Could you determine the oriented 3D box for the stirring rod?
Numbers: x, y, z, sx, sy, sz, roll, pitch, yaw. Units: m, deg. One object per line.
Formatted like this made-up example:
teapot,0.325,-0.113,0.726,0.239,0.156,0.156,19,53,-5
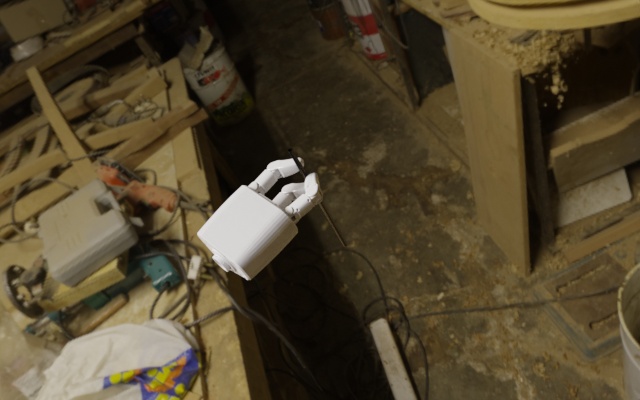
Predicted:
stirring rod,0.000,0.003,0.804,0.011,0.011,0.240,0,-41,31
